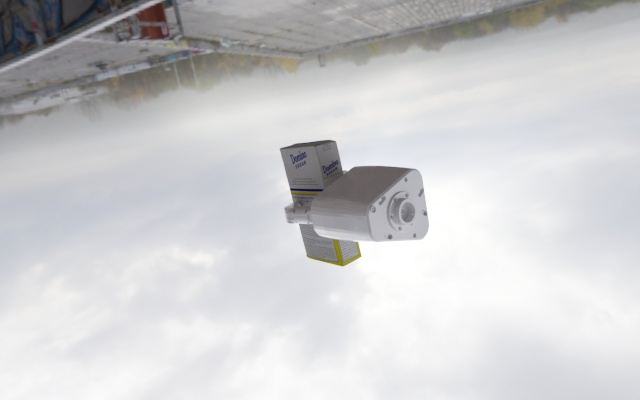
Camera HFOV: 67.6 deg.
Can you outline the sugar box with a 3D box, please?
[{"bbox_3d":[0.001,0.002,0.695,0.048,0.176,0.093,-19,14,-35],"label":"sugar box"}]
